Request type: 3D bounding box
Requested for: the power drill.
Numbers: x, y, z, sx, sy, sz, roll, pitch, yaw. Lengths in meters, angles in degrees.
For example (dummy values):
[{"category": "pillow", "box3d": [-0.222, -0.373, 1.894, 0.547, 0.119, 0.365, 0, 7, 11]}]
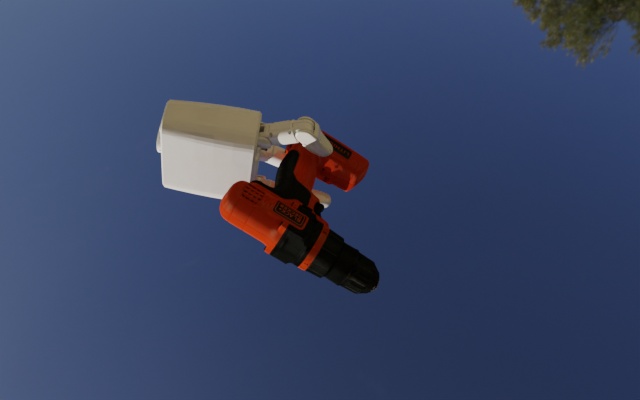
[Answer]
[{"category": "power drill", "box3d": [0.000, 0.001, 0.548, 0.184, 0.057, 0.187, 33, 38, -6]}]
